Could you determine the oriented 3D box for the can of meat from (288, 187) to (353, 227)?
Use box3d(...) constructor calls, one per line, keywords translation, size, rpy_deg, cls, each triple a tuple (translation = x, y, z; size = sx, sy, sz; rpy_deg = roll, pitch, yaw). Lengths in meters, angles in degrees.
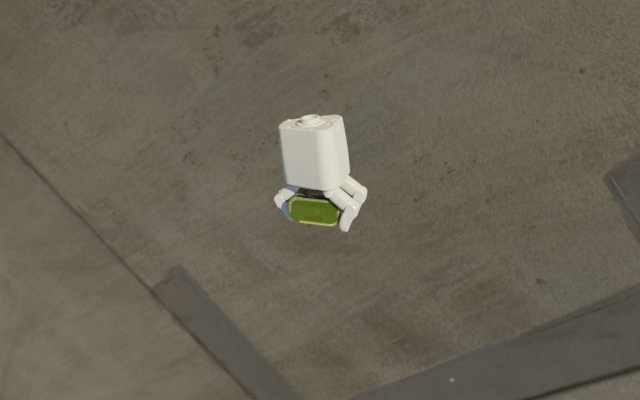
box3d(translation=(0.000, 0.003, 0.880), size=(0.102, 0.057, 0.084), rpy_deg=(5, 28, 18), cls="can of meat")
